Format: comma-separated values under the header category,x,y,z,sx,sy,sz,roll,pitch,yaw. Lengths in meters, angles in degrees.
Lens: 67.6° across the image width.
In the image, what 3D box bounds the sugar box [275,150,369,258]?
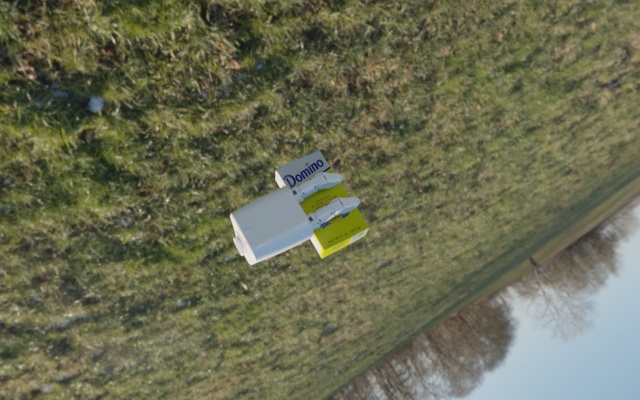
category,x,y,z,sx,sy,sz,roll,pitch,yaw
sugar box,0.000,0.003,0.838,0.093,0.176,0.048,-25,-20,-17
